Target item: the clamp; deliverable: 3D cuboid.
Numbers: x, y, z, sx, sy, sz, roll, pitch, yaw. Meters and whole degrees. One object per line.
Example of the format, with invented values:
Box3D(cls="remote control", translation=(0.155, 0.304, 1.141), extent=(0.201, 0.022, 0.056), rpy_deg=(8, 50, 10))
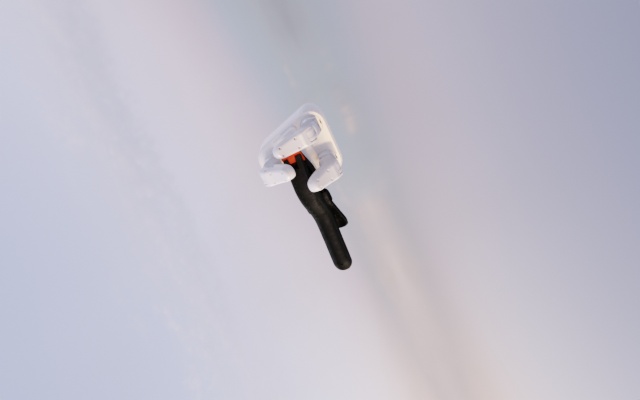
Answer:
Box3D(cls="clamp", translation=(-0.001, 0.002, 0.663), extent=(0.039, 0.171, 0.120), rpy_deg=(-24, 18, 6))
